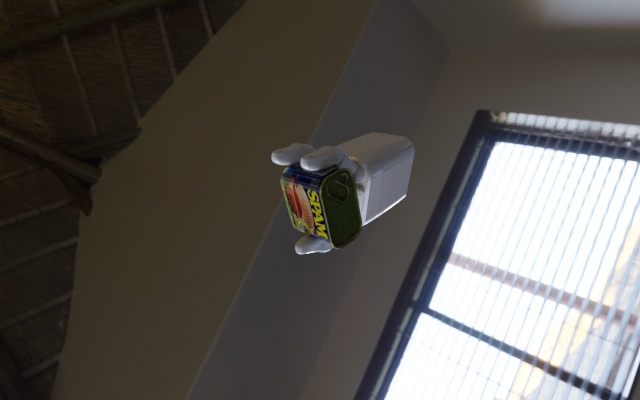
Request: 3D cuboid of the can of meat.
[{"bbox_3d":[0.000,0.002,0.621,0.057,0.102,0.084,-32,33,-33],"label":"can of meat"}]
